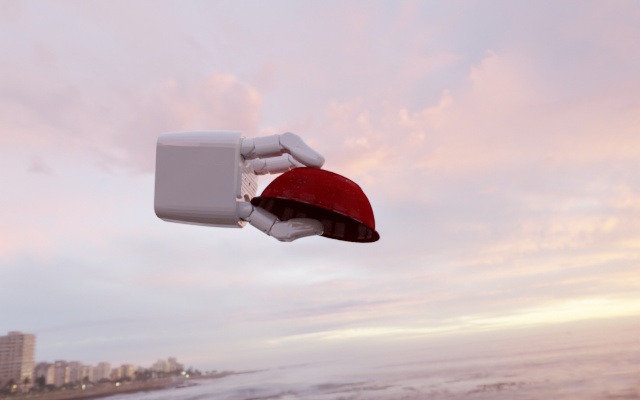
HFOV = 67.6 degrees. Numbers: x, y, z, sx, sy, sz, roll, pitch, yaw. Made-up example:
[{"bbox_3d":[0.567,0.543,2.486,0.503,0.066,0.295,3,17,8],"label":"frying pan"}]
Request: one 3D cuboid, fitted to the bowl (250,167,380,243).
[{"bbox_3d":[0.001,0.002,0.581,0.162,0.055,0.162,16,-14,4],"label":"bowl"}]
